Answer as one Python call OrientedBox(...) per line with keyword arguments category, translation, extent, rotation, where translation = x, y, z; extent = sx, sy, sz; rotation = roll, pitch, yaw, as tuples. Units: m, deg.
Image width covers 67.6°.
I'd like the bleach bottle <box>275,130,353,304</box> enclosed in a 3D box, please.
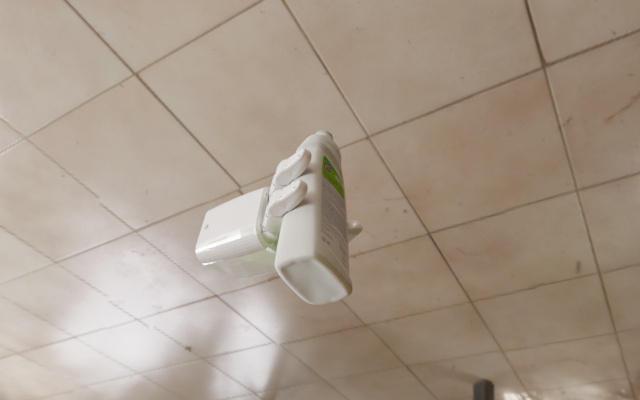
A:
OrientedBox(category="bleach bottle", translation=(0.000, 0.002, 0.627), extent=(0.068, 0.250, 0.103), rotation=(-18, -49, 23))
